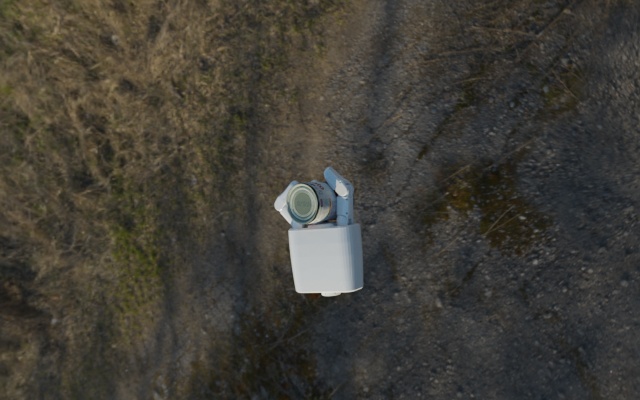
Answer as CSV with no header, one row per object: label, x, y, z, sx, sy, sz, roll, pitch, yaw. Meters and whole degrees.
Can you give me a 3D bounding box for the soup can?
soup can,0.000,0.002,0.786,0.068,0.068,0.102,0,3,37
